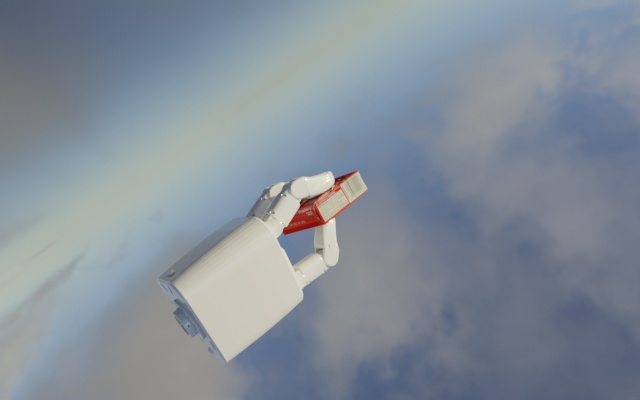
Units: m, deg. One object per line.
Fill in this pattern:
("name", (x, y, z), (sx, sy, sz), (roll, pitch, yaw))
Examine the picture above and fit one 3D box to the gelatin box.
("gelatin box", (0.001, 0.002, 0.556), (0.073, 0.030, 0.089), (-16, 15, 48))
